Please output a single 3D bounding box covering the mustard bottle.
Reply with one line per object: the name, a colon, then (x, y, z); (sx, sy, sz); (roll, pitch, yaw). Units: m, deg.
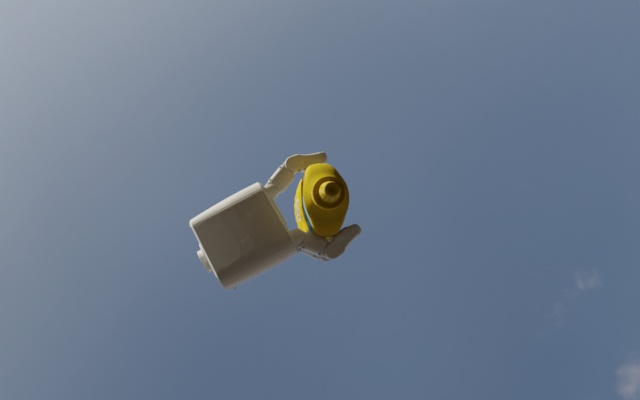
mustard bottle: (0.000, 0.002, 0.638); (0.058, 0.096, 0.192); (-5, -8, -8)
